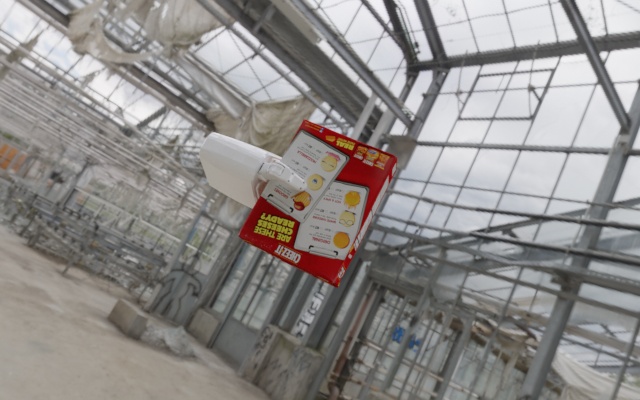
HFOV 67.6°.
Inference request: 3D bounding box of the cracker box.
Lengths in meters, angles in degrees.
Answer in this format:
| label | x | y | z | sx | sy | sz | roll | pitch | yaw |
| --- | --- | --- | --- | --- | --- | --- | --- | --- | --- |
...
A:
| label | x | y | z | sx | sy | sz | roll | pitch | yaw |
| --- | --- | --- | --- | --- | --- | --- | --- | --- | --- |
| cracker box | 0.000 | 0.002 | 0.738 | 0.164 | 0.213 | 0.072 | 24 | -13 | 16 |
